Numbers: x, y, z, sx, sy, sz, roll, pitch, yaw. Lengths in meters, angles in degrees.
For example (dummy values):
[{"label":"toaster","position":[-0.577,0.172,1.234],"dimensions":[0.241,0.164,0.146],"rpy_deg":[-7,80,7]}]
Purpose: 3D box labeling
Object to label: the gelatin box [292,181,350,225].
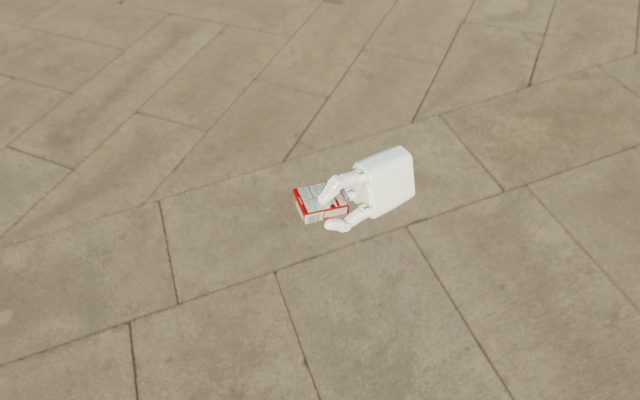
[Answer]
[{"label":"gelatin box","position":[0.000,0.003,0.892],"dimensions":[0.089,0.030,0.073],"rpy_deg":[-12,47,-16]}]
